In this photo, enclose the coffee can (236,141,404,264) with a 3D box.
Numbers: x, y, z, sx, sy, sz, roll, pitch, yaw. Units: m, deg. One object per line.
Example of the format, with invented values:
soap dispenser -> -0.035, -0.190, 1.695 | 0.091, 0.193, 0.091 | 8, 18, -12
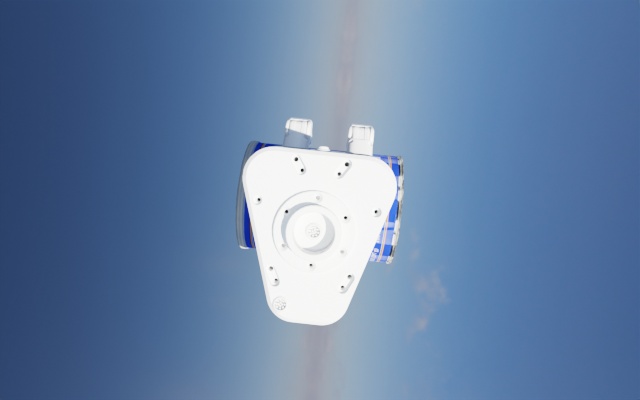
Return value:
coffee can -> 0.000, 0.002, 0.452 | 0.140, 0.103, 0.103 | 6, 0, 1
